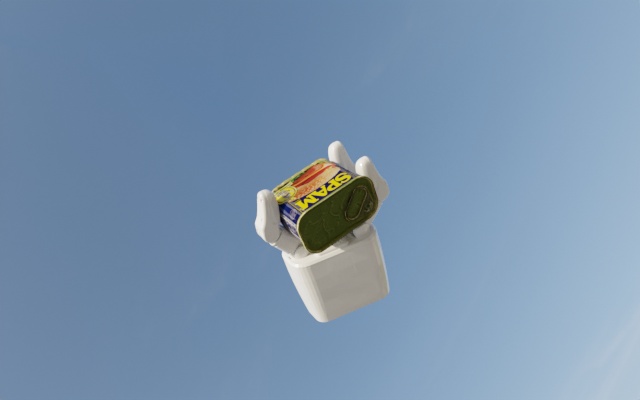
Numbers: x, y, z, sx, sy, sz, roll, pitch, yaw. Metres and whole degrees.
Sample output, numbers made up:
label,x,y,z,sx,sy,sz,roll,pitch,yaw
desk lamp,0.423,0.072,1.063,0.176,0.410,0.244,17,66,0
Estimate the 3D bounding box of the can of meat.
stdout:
label,x,y,z,sx,sy,sz,roll,pitch,yaw
can of meat,0.000,0.002,0.549,0.102,0.057,0.084,-34,35,-17
